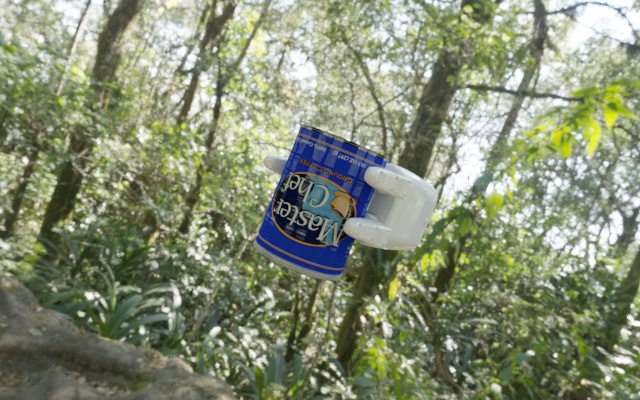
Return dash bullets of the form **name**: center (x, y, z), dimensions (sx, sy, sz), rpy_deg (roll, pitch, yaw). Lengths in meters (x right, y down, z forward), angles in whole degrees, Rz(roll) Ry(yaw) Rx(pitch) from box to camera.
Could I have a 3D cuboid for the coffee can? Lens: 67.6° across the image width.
- **coffee can**: center (0.000, 0.002, 0.517), dimensions (0.103, 0.140, 0.103), rpy_deg (22, 4, -2)
